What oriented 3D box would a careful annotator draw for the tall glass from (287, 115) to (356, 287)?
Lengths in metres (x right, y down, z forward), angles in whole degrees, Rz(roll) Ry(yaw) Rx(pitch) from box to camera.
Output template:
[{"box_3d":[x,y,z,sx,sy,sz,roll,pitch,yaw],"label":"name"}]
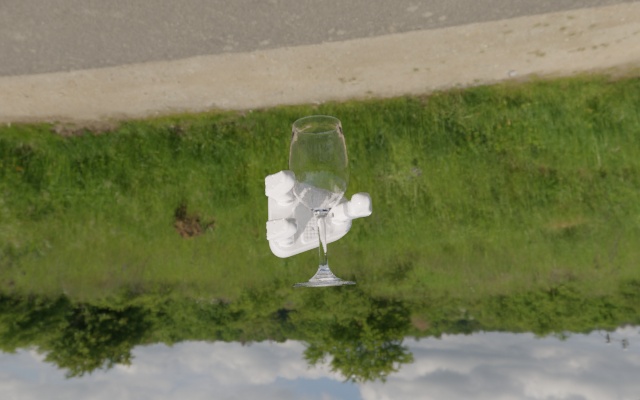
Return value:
[{"box_3d":[0.000,0.003,0.580,0.079,0.201,0.079,-3,-12,-1],"label":"tall glass"}]
